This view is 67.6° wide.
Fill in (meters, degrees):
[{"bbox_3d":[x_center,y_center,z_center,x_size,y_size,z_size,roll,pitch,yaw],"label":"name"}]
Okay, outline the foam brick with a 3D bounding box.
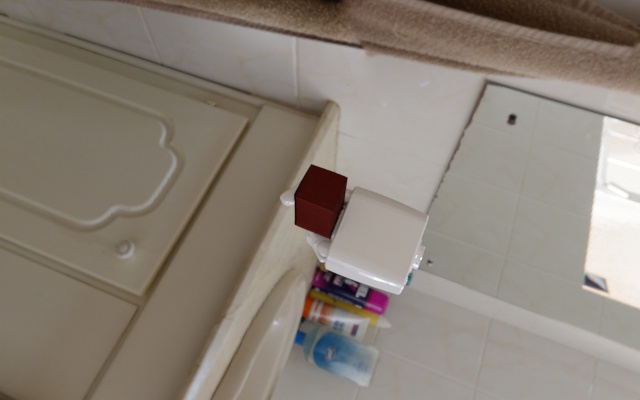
[{"bbox_3d":[0.000,0.002,0.602,0.051,0.053,0.078,21,-29,10],"label":"foam brick"}]
